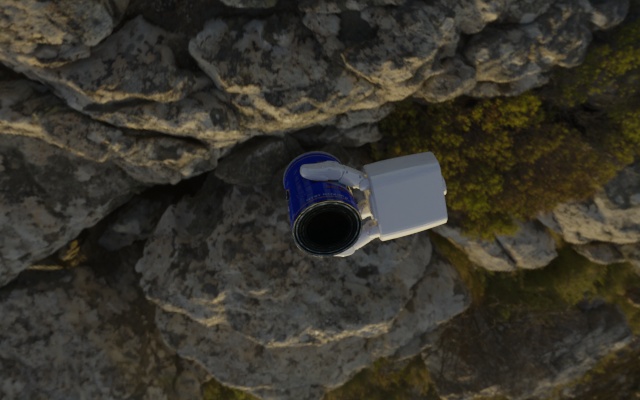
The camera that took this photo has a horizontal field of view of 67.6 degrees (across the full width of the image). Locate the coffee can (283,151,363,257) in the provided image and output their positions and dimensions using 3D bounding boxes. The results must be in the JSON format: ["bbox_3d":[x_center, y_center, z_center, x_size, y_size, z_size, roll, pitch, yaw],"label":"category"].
[{"bbox_3d":[0.000,0.002,0.731,0.103,0.103,0.140,0,35,-10],"label":"coffee can"}]
